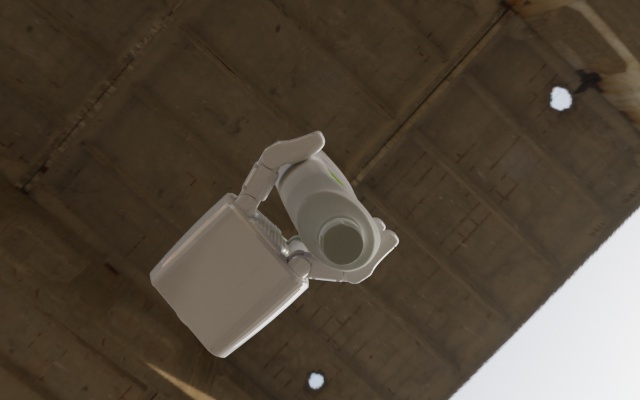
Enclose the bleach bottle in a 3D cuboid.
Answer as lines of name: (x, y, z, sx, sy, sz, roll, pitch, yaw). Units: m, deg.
bleach bottle: (0.000, 0.001, 0.440, 0.068, 0.102, 0.250, -43, 10, 4)
